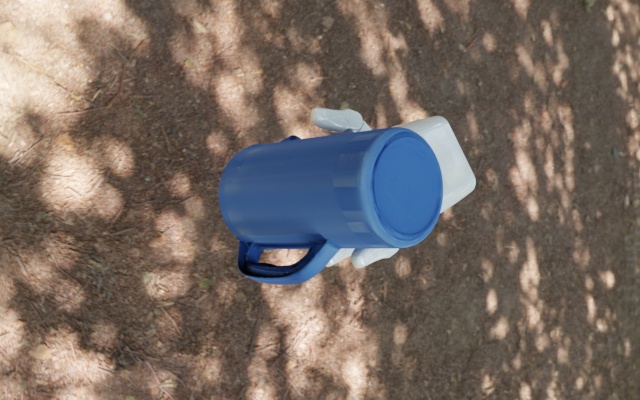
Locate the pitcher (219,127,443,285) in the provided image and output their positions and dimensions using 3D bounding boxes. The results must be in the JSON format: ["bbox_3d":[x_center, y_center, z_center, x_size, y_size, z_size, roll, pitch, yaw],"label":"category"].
[{"bbox_3d":[0.000,0.002,0.506,0.145,0.149,0.243,-22,12,-36],"label":"pitcher"}]
